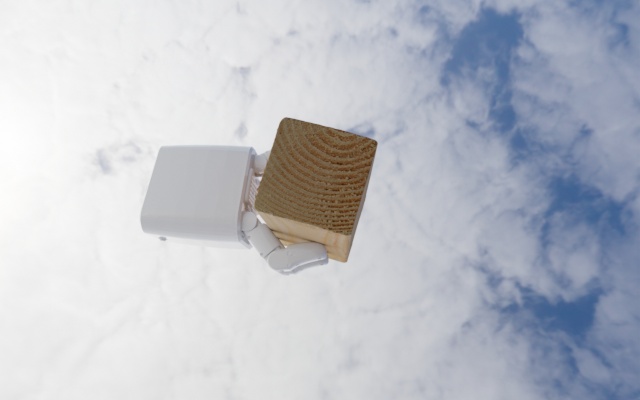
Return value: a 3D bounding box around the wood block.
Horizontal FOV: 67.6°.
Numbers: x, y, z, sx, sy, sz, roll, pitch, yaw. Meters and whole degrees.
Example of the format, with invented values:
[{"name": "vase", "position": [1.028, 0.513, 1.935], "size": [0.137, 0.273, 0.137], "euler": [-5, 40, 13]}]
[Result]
[{"name": "wood block", "position": [0.000, 0.001, 0.507], "size": [0.090, 0.091, 0.206], "euler": [15, -12, 6]}]
